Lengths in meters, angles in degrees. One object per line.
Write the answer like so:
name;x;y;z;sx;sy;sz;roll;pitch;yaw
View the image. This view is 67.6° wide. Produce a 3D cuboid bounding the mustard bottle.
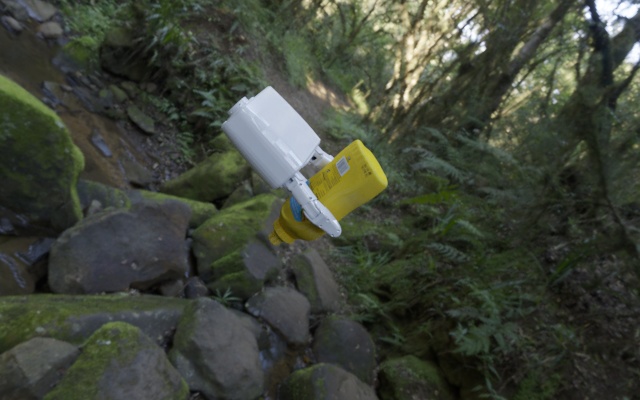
mustard bottle;0.001;0.002;0.679;0.192;0.096;0.058;-38;-53;15
